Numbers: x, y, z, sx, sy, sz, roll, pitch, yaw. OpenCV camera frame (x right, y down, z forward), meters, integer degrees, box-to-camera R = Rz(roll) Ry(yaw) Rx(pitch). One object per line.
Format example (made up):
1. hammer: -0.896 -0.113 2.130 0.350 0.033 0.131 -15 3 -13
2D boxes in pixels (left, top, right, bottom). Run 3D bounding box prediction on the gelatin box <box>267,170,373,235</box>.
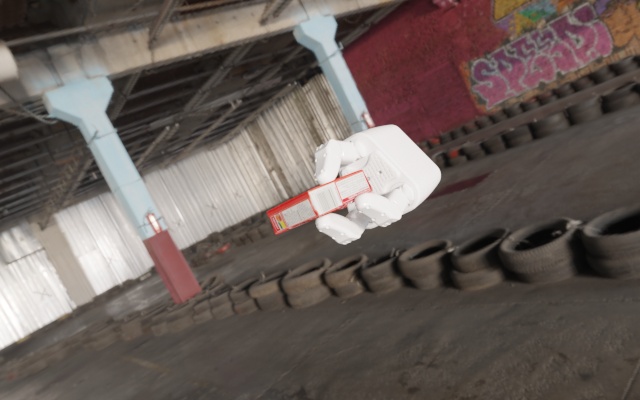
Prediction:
1. gelatin box: 0.000 0.001 0.500 0.089 0.030 0.073 -23 -1 -44
